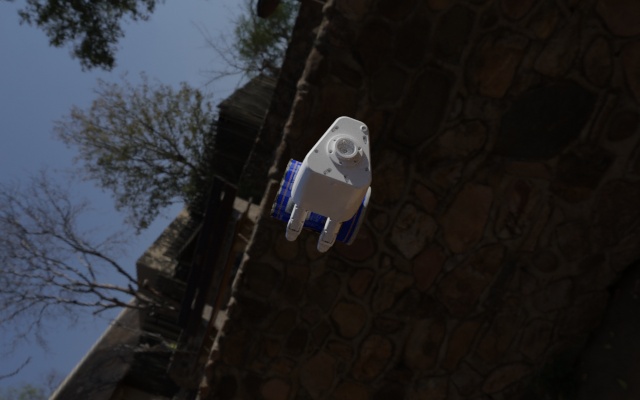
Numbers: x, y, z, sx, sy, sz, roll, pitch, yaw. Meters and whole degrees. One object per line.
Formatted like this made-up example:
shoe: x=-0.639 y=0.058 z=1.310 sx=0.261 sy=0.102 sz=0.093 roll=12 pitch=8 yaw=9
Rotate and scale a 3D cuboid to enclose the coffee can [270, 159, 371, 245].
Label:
coffee can: x=0.000 y=0.003 z=0.790 sx=0.140 sy=0.103 sz=0.103 roll=20 pitch=-1 yaw=-3
